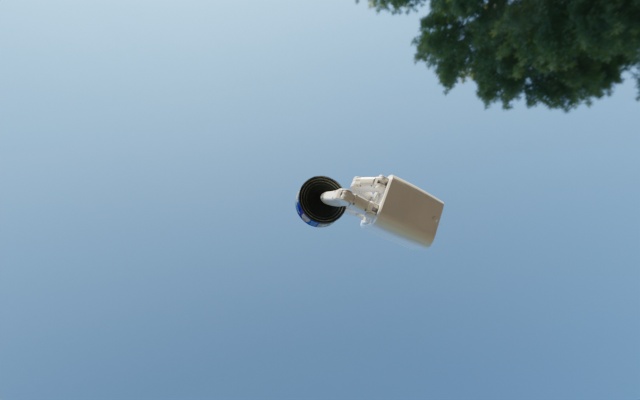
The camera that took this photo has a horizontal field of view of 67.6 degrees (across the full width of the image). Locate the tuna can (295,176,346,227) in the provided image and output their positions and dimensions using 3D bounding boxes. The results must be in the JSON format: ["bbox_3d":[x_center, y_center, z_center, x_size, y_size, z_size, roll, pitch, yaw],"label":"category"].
[{"bbox_3d":[0.000,0.003,0.826,0.086,0.086,0.034,0,-18,-17],"label":"tuna can"}]
